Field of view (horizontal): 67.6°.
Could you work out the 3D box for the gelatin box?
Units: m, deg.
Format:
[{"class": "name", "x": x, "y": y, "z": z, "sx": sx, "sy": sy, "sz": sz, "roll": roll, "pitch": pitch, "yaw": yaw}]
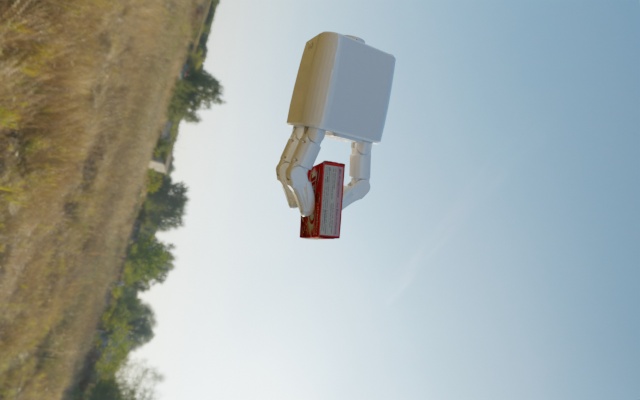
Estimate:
[{"class": "gelatin box", "x": 0.000, "y": 0.002, "z": 0.571, "sx": 0.030, "sy": 0.089, "sz": 0.073, "roll": 6, "pitch": -7, "yaw": -19}]
